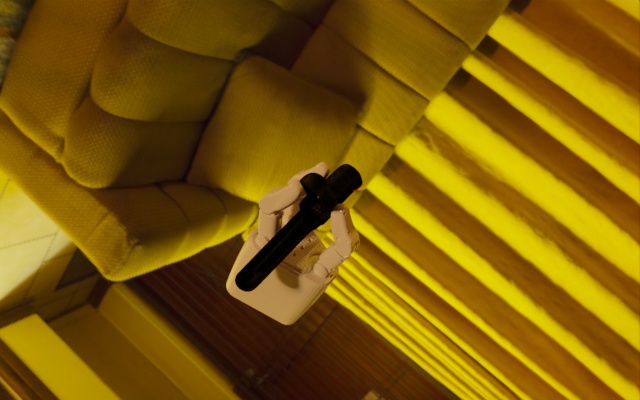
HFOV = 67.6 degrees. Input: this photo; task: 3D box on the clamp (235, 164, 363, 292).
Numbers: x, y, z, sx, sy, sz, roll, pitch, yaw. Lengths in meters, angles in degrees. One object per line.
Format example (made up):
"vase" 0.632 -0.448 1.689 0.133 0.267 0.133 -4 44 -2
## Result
"clamp" 0.001 0.002 0.533 0.210 0.036 0.165 -39 -12 -49
